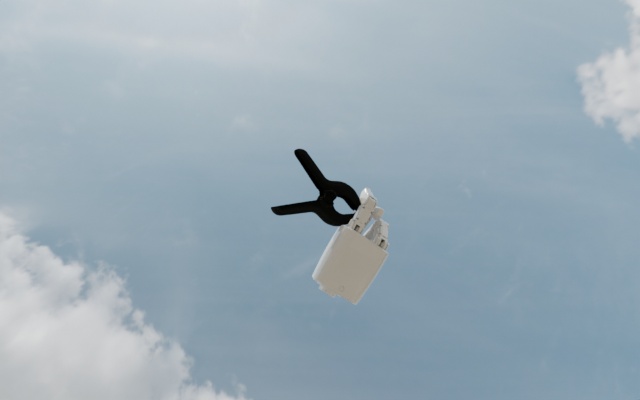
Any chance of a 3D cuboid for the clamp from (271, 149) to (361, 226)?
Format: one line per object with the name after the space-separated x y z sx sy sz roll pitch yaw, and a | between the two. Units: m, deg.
0.000 0.003 0.825 0.171 0.120 0.039 33 -8 -13 | clamp
